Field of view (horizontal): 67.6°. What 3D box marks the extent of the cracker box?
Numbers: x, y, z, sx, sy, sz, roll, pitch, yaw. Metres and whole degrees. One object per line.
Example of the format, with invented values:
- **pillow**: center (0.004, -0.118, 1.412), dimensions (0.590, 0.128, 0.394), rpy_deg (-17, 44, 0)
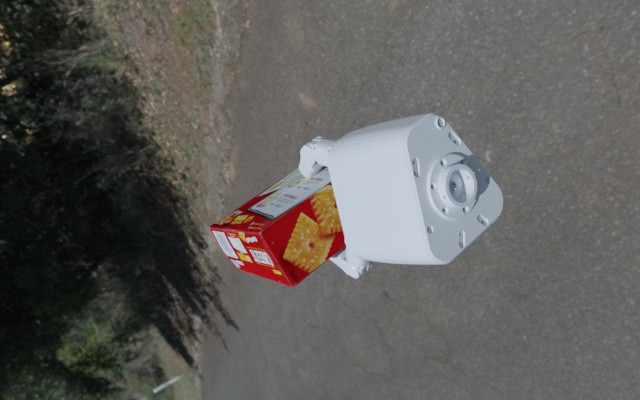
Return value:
- **cracker box**: center (0.000, 0.002, 0.541), dimensions (0.213, 0.072, 0.164), rpy_deg (-35, 15, -25)
